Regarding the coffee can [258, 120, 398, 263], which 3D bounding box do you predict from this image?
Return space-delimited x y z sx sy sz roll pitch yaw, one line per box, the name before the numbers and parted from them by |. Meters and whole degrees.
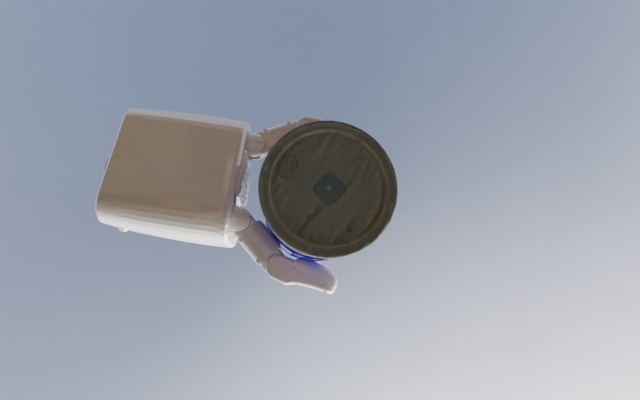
coffee can | 0.000 0.001 0.415 0.103 0.103 0.140 0 -9 -5
